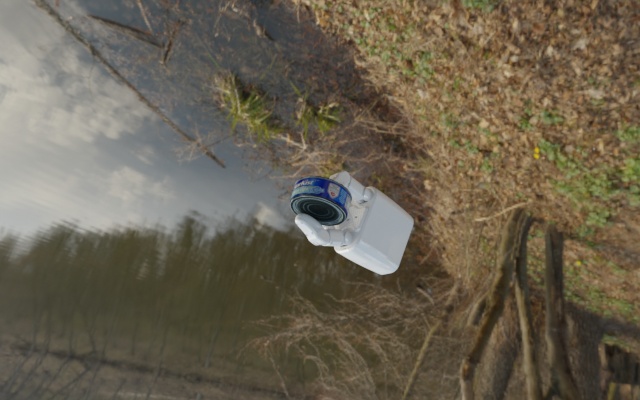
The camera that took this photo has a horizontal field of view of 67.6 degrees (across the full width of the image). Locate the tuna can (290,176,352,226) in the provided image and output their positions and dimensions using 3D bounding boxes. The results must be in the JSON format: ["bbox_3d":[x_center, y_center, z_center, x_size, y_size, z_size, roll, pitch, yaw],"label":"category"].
[{"bbox_3d":[0.000,0.003,0.683,0.086,0.033,0.086,12,-29,7],"label":"tuna can"}]
